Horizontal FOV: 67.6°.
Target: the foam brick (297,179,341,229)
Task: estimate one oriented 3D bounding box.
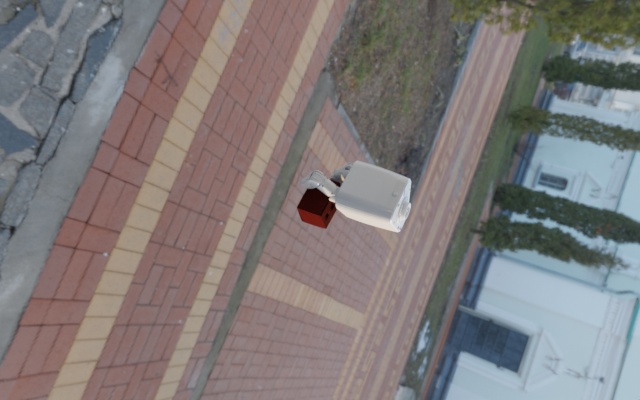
[{"bbox_3d":[0.000,0.003,0.873,0.051,0.078,0.053,20,-24,21],"label":"foam brick"}]
